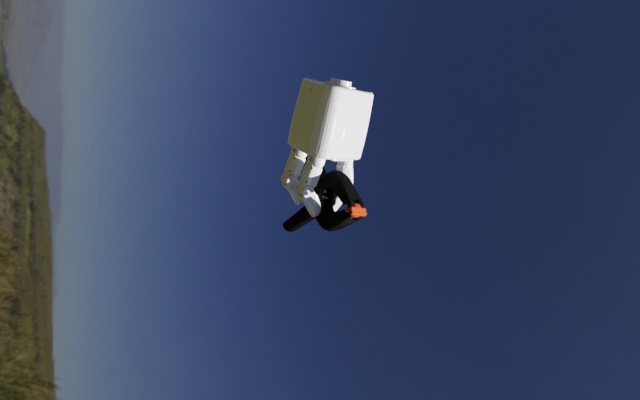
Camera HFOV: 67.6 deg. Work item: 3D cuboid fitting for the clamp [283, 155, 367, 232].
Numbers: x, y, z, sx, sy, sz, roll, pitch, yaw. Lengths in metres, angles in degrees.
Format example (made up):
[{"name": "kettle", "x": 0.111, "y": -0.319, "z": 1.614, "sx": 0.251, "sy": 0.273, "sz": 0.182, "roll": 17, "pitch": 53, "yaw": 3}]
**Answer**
[{"name": "clamp", "x": 0.001, "y": 0.003, "z": 0.774, "sx": 0.036, "sy": 0.164, "sz": 0.210, "roll": 5, "pitch": 17, "yaw": -32}]
